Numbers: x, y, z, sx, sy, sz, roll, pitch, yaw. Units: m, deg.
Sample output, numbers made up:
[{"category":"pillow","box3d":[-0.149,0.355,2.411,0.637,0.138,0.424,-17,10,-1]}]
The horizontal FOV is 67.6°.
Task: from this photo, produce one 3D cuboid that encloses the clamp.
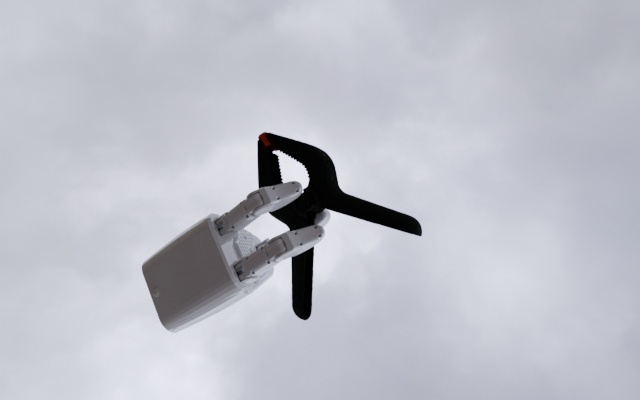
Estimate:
[{"category":"clamp","box3d":[0.000,0.002,0.527,0.164,0.210,0.036,-32,-18,14]}]
